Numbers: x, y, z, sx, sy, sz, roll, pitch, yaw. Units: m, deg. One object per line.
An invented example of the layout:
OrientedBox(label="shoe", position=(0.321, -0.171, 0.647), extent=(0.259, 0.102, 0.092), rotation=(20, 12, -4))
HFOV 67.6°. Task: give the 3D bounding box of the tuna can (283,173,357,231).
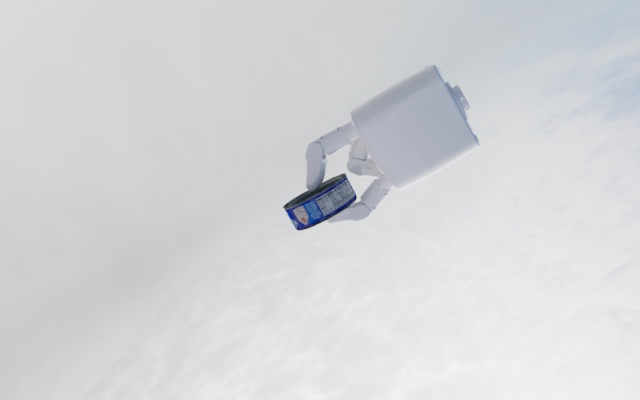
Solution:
OrientedBox(label="tuna can", position=(0.000, 0.002, 0.574), extent=(0.086, 0.034, 0.086), rotation=(-28, 7, 4))
